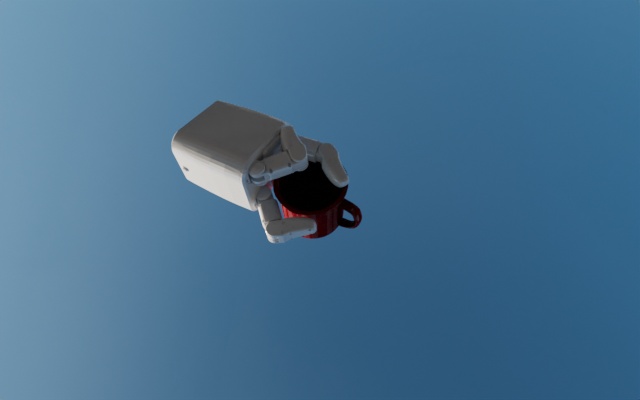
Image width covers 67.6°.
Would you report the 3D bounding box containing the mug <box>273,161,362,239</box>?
[{"bbox_3d":[0.001,0.003,0.616,0.117,0.093,0.081,23,-27,15],"label":"mug"}]
